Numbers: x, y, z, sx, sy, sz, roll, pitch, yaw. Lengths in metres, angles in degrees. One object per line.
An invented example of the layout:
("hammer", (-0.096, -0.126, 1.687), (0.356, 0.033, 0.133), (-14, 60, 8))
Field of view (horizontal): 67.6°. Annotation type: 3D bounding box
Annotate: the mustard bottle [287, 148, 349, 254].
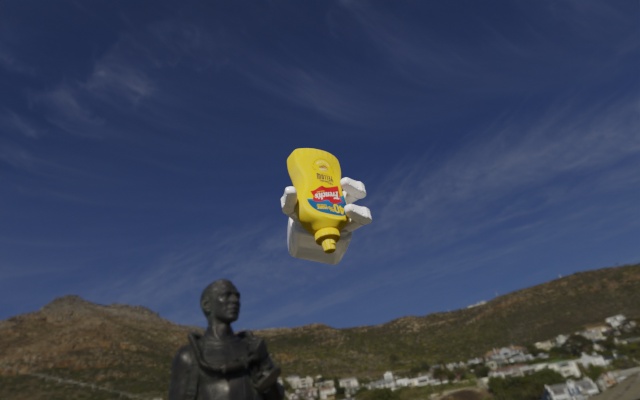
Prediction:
("mustard bottle", (0.000, 0.002, 0.816), (0.096, 0.191, 0.058), (12, -38, -31))
